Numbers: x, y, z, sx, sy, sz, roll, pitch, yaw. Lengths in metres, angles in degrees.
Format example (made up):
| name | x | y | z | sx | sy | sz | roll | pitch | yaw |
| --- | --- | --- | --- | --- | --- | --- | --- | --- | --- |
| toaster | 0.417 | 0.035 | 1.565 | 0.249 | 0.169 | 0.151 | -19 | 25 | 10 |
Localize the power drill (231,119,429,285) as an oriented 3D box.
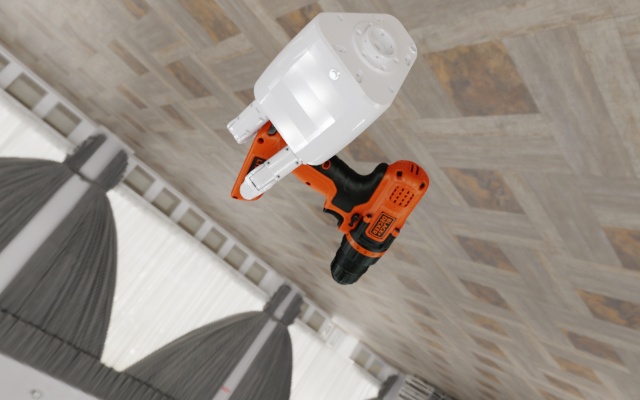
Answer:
| name | x | y | z | sx | sy | sz | roll | pitch | yaw |
| --- | --- | --- | --- | --- | --- | --- | --- | --- | --- |
| power drill | 0.000 | 0.001 | 0.533 | 0.187 | 0.184 | 0.057 | 26 | 35 | -5 |
